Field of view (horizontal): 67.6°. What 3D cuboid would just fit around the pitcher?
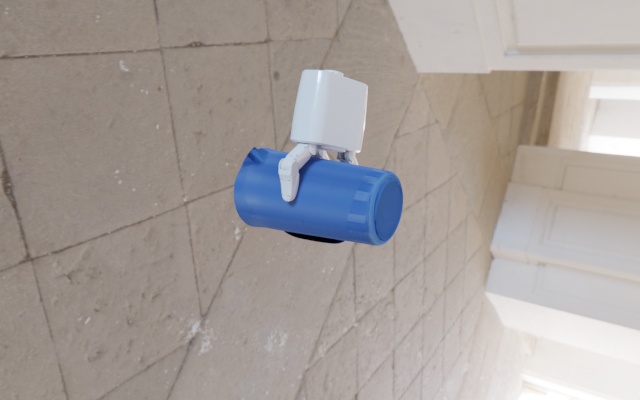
[{"bbox_3d":[0.000,0.002,0.741,0.243,0.145,0.149,10,3,32],"label":"pitcher"}]
